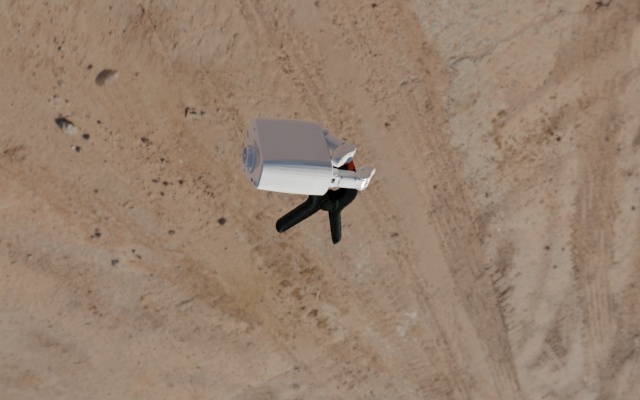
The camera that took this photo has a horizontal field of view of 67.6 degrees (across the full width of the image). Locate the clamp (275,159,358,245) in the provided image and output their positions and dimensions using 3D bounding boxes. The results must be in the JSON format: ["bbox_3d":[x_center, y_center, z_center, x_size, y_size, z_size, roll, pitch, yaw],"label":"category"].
[{"bbox_3d":[0.000,0.003,0.772,0.120,0.172,0.039,3,36,-24],"label":"clamp"}]
